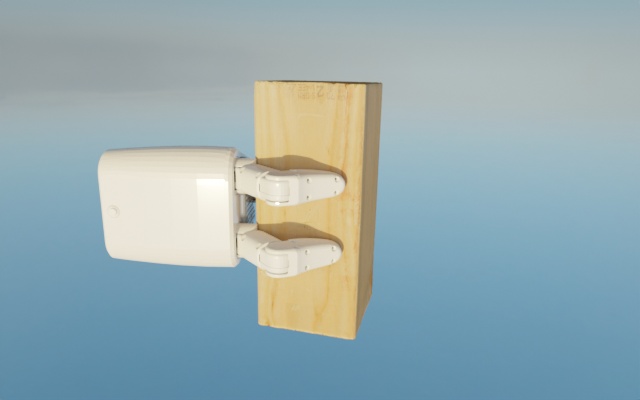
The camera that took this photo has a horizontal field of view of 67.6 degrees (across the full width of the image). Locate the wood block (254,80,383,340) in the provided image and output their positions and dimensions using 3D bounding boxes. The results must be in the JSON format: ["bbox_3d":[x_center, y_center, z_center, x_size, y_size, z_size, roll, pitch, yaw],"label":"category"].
[{"bbox_3d":[0.000,0.001,0.419,0.090,0.206,0.090,5,16,14],"label":"wood block"}]
